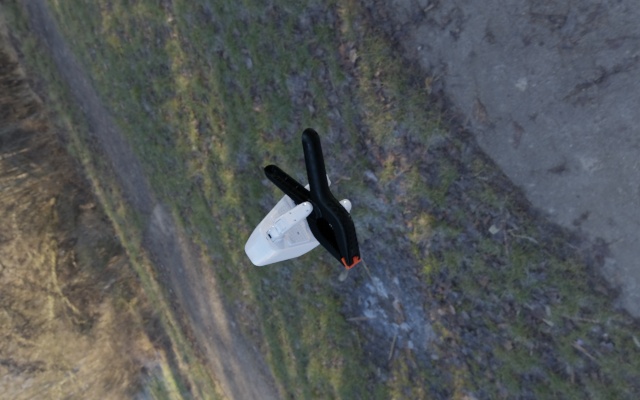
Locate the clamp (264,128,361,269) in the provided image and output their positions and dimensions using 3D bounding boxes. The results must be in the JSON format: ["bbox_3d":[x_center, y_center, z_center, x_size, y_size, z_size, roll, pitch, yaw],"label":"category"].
[{"bbox_3d":[0.000,0.003,0.704,0.036,0.210,0.165,-31,-7,-31],"label":"clamp"}]
